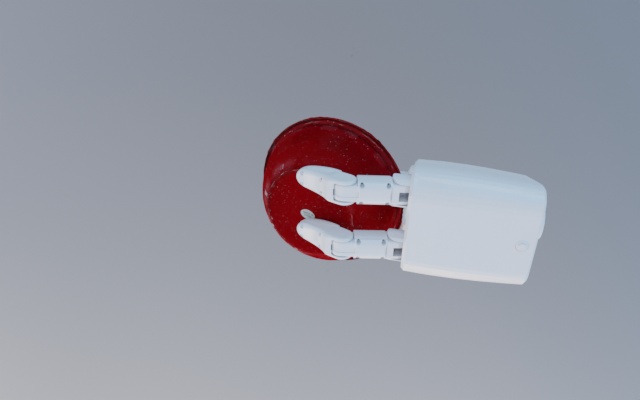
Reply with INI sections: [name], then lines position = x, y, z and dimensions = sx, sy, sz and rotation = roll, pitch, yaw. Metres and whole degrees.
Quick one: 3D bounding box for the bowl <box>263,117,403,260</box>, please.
[bowl]
position = -0.001, 0.002, 0.479
dimensions = 0.162, 0.162, 0.055
rotation = 0, 24, 27
